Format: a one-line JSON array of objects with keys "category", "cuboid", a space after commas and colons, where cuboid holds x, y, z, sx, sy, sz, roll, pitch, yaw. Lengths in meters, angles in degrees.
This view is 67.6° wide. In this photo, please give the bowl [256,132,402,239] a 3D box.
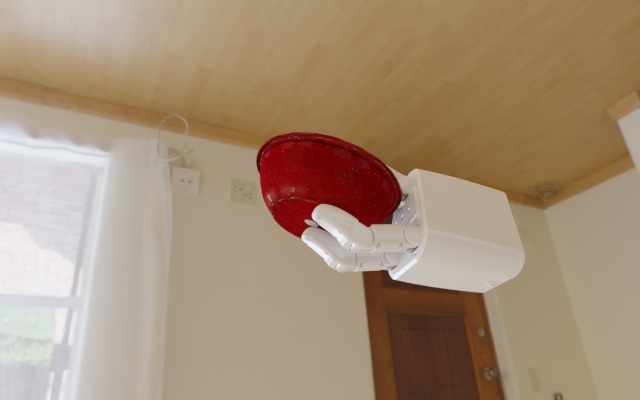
[{"category": "bowl", "cuboid": [-0.001, 0.002, 0.500, 0.162, 0.055, 0.162, 15, -29, 9]}]
